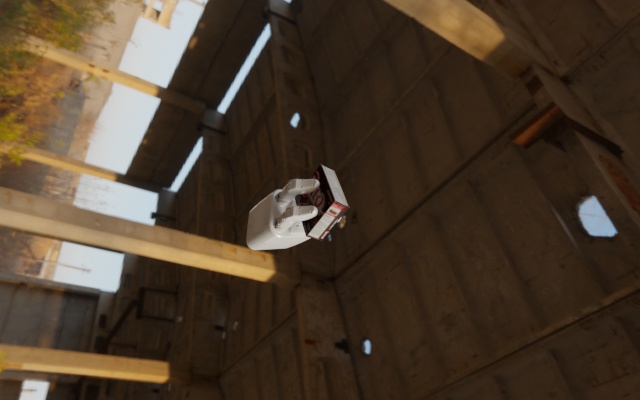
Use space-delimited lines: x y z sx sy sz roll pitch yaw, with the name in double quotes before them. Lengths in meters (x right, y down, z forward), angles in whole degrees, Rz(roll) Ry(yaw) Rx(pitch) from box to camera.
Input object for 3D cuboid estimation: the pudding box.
"pudding box" 0.000 0.003 0.864 0.039 0.090 0.113 20 30 -32
